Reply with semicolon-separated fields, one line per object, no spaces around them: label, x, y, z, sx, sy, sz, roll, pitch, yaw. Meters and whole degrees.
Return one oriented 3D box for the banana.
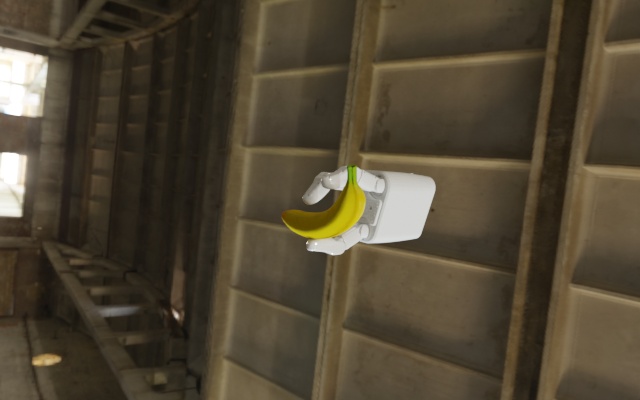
banana;0.006;0.019;0.653;0.037;0.069;0.198;-4;-17;-35
